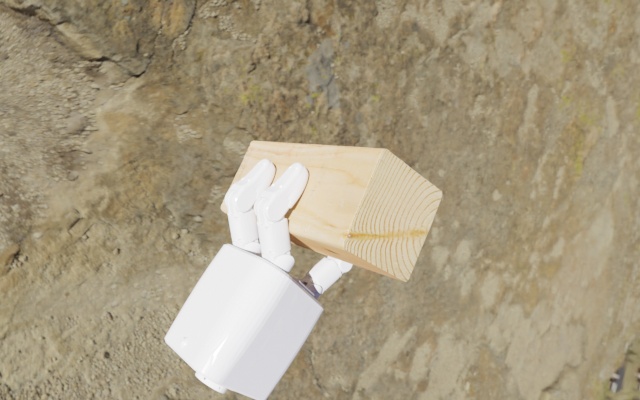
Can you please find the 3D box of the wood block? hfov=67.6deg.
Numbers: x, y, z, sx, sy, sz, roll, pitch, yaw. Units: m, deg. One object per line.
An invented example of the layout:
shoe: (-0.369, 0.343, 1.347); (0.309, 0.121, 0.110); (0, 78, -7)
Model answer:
wood block: (0.000, 0.002, 0.475); (0.091, 0.090, 0.206); (31, -12, -38)
